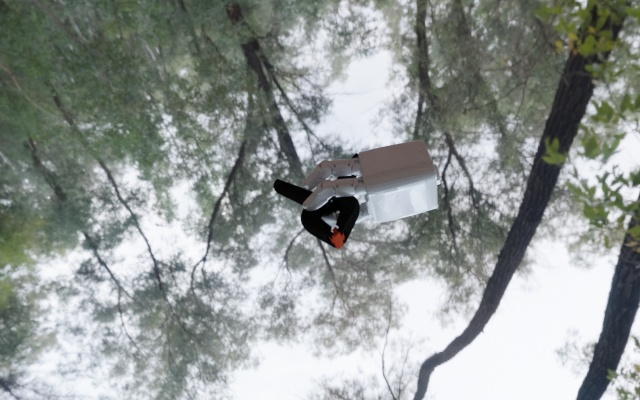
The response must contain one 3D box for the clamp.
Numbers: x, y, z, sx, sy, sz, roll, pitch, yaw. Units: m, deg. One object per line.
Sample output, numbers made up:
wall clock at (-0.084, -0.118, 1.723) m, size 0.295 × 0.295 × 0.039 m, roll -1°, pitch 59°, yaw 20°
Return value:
clamp at (0.001, 0.003, 0.772) m, size 0.164 × 0.036 × 0.209 m, roll -15°, pitch 36°, yaw 8°
